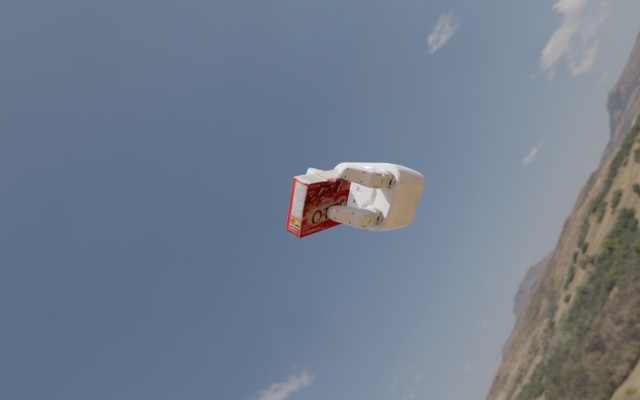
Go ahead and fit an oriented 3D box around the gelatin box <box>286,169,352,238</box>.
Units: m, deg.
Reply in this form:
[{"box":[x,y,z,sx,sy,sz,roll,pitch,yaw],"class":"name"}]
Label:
[{"box":[0.000,0.002,0.614,0.030,0.073,0.089,27,27,36],"class":"gelatin box"}]
